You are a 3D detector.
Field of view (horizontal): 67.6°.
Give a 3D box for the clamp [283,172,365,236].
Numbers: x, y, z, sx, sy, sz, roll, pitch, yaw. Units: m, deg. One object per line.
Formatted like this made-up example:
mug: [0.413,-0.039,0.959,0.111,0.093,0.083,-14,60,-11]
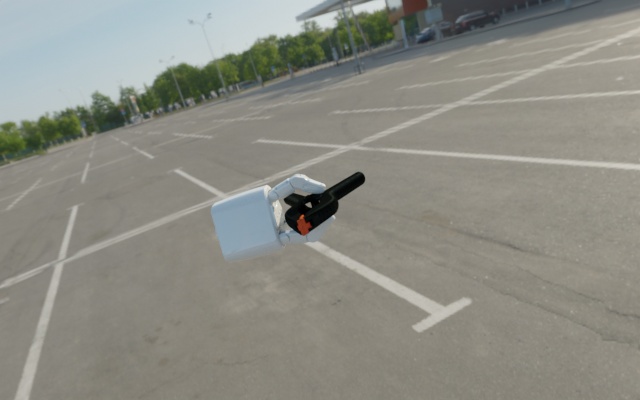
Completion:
clamp: [0.000,0.002,0.830,0.164,0.036,0.210,-18,16,10]
